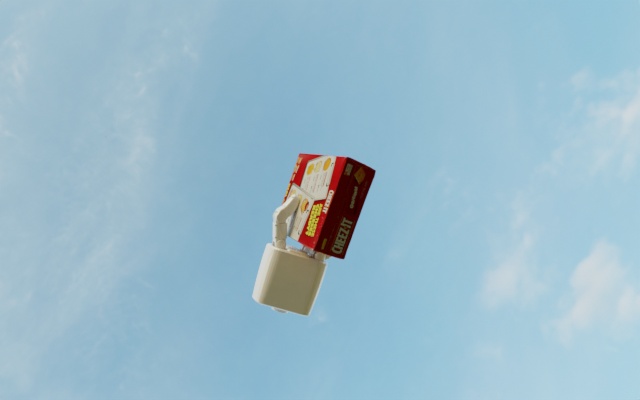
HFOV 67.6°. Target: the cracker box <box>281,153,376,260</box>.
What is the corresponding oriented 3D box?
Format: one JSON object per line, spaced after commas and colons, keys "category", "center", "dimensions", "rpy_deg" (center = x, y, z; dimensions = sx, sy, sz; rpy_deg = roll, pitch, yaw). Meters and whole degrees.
{"category": "cracker box", "center": [0.000, 0.003, 0.877], "dimensions": [0.072, 0.164, 0.213], "rpy_deg": [20, -2, -25]}
